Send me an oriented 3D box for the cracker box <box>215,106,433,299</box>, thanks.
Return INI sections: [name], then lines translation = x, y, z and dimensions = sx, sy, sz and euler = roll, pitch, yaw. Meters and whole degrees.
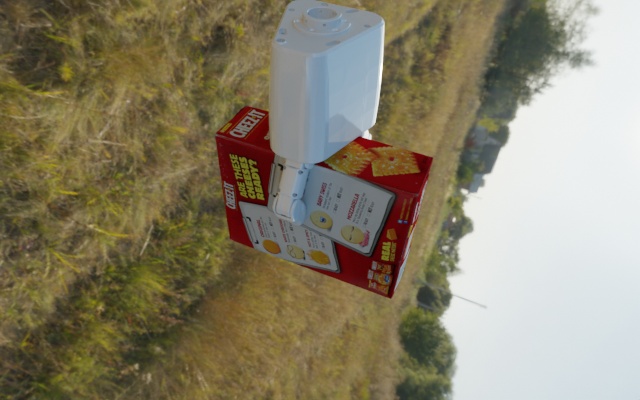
[cracker box]
translation = 0.000, 0.002, 0.530
dimensions = 0.213, 0.164, 0.072
euler = 18, 46, 15
